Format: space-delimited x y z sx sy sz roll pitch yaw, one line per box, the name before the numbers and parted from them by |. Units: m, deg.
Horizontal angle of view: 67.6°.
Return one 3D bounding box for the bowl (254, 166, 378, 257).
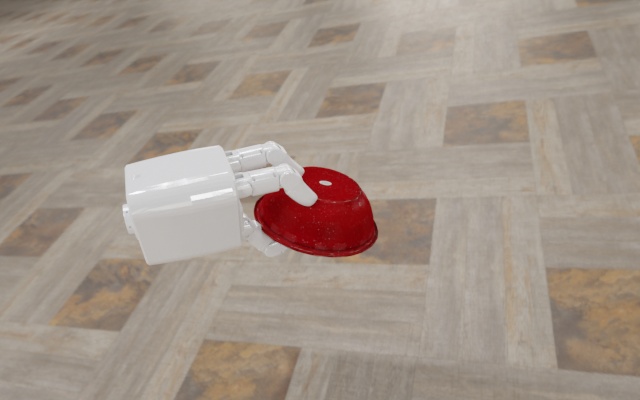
bowl | 0.001 0.001 0.598 0.162 0.055 0.162 10 28 -6
